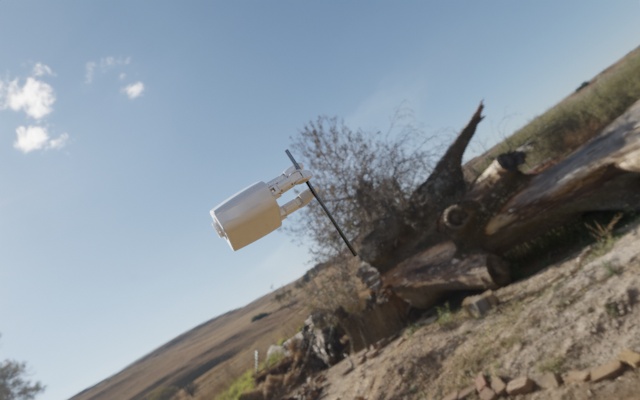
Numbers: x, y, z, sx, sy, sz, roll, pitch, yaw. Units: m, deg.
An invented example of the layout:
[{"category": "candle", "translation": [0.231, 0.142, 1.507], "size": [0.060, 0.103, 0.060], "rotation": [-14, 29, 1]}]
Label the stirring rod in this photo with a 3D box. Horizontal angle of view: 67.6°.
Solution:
[{"category": "stirring rod", "translation": [0.000, 0.003, 0.898], "size": [0.011, 0.239, 0.011], "rotation": [-33, -8, -6]}]
